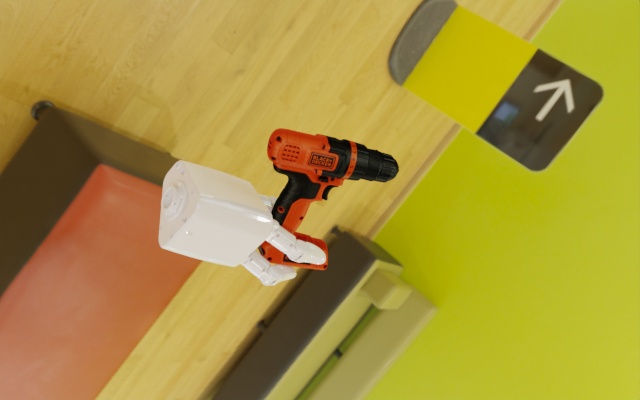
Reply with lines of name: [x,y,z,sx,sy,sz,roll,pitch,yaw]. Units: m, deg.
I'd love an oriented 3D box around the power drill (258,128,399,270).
power drill: [0.000,0.003,0.655,0.184,0.188,0.057,11,22,-19]
